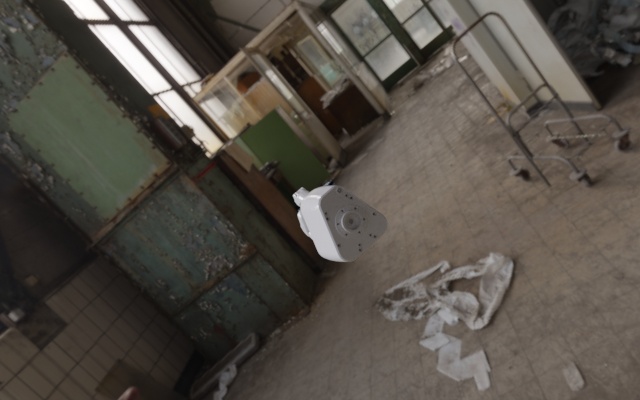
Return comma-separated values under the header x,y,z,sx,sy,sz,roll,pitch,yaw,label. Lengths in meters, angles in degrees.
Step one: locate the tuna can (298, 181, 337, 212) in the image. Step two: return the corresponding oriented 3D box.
x,y,z,sx,sy,sz,roll,pitch,yaw,label
0.000,0.002,0.871,0.086,0.034,0.086,-42,6,5,tuna can
